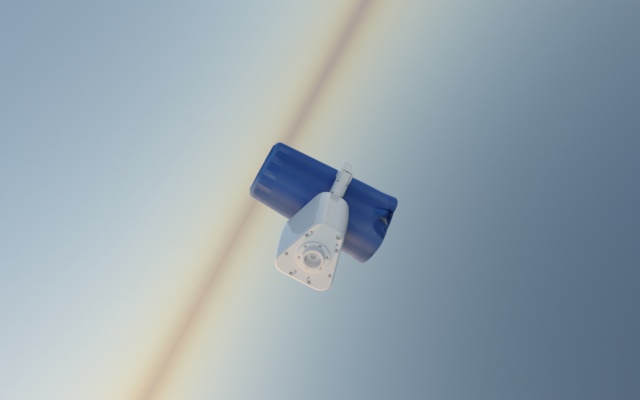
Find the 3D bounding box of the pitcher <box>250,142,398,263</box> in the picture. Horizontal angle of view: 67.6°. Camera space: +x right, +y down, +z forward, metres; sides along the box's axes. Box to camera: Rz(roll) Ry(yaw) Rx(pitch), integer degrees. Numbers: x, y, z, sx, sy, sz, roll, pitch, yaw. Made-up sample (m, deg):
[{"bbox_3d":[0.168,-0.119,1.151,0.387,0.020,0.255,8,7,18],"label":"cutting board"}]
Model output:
[{"bbox_3d":[0.000,0.003,0.852,0.243,0.149,0.145,29,24,-7],"label":"pitcher"}]
